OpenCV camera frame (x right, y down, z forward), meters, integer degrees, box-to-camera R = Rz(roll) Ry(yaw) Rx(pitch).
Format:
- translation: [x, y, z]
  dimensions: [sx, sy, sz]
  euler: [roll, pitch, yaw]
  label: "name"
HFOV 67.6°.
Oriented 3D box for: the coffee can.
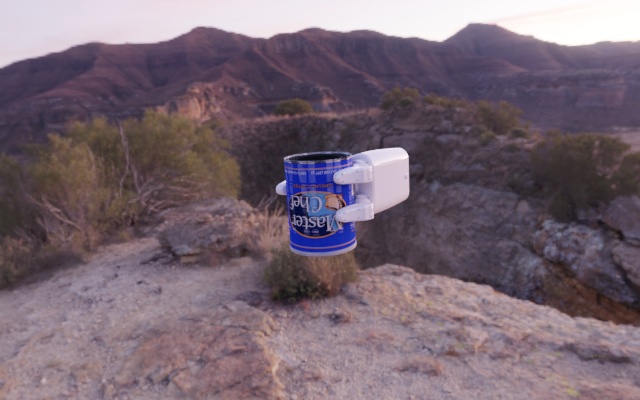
- translation: [0.000, 0.003, 0.721]
  dimensions: [0.103, 0.140, 0.102]
  euler: [-3, 13, 1]
  label: "coffee can"
